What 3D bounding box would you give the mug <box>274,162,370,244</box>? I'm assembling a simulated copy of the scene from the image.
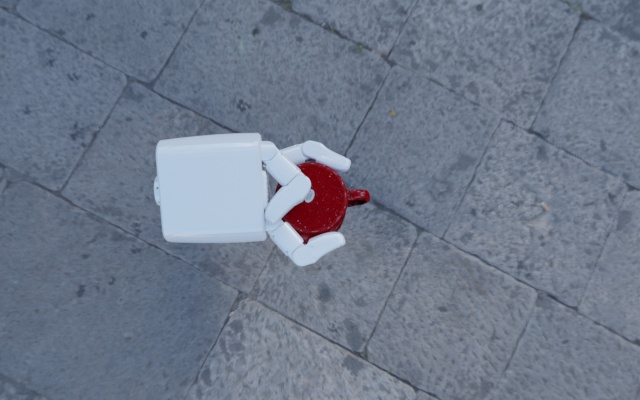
[{"bbox_3d":[0.002,0.002,0.558,0.117,0.093,0.081,-4,-8,-4],"label":"mug"}]
